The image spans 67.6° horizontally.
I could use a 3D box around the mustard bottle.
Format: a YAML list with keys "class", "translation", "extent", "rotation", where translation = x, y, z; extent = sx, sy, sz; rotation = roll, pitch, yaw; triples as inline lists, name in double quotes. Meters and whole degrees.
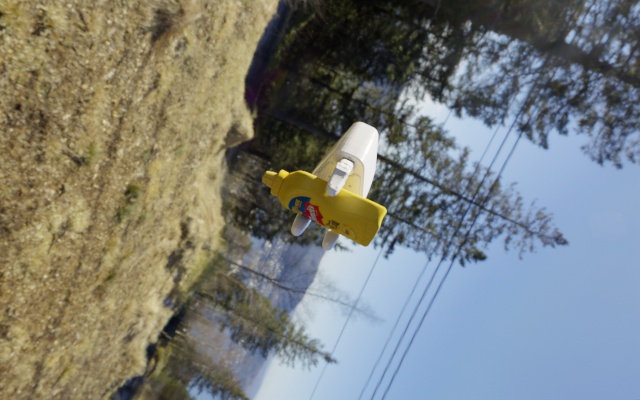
- class: "mustard bottle"
  translation: [0.000, 0.003, 0.730]
  extent: [0.191, 0.058, 0.096]
  rotation: [26, -22, 4]
